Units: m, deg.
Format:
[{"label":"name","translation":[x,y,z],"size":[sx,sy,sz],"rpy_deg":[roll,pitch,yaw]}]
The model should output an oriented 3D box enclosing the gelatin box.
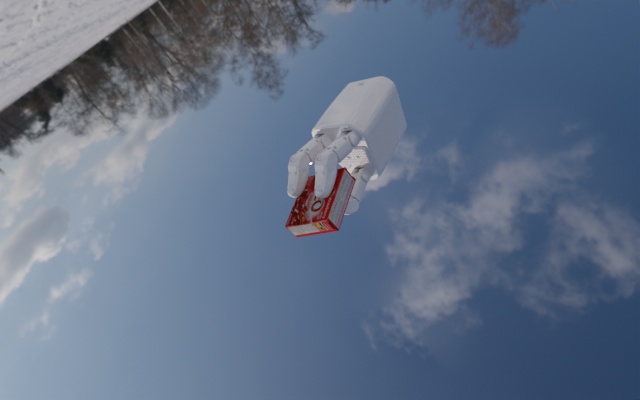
[{"label":"gelatin box","translation":[0.000,0.003,0.634],"size":[0.073,0.089,0.030],"rpy_deg":[-11,-44,39]}]
